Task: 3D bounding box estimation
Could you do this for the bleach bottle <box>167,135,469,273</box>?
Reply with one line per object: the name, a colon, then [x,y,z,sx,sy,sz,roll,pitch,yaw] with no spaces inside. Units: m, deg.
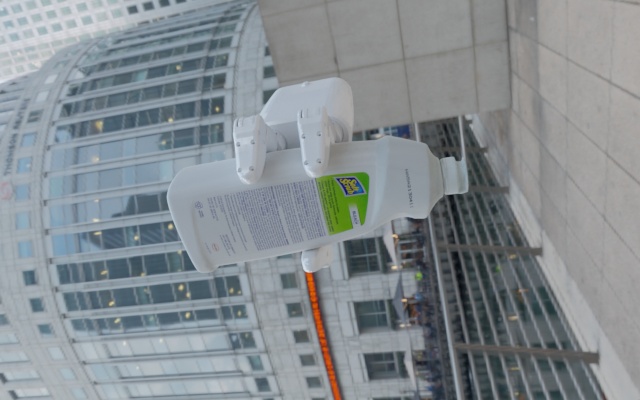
bleach bottle: [0.000,0.001,0.423,0.251,0.103,0.068,-7,32,12]
